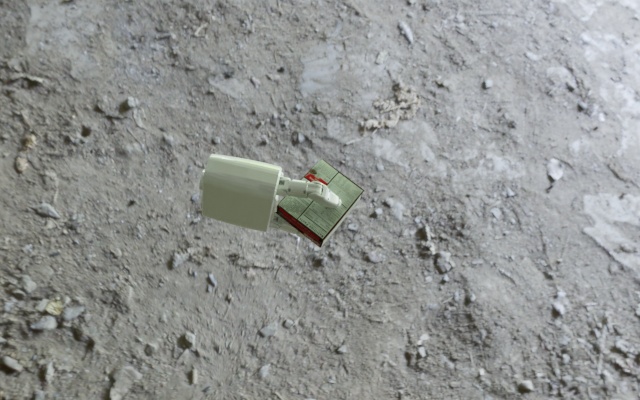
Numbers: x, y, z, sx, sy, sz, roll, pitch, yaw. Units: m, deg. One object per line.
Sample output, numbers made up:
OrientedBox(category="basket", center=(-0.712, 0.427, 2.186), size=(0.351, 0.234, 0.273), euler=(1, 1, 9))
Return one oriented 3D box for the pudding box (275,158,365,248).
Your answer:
OrientedBox(category="pudding box", center=(0.000, 0.002, 0.737), size=(0.090, 0.113, 0.039), euler=(38, -22, 8))
